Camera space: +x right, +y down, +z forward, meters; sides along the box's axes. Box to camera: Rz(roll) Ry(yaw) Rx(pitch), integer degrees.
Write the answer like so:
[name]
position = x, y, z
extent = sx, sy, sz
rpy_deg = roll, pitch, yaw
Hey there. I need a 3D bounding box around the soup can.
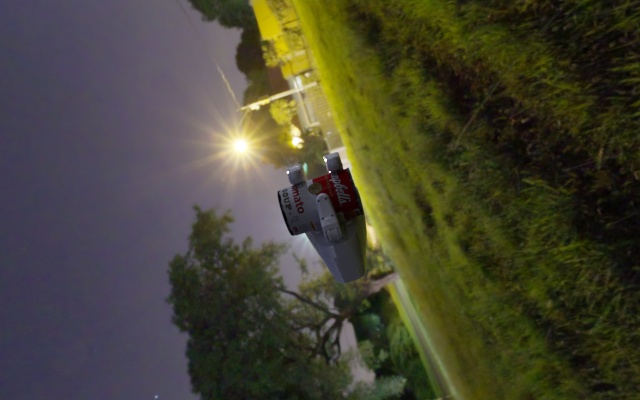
[soup can]
position = 0.000, 0.002, 0.648
extent = 0.102, 0.068, 0.068
rpy_deg = -18, -1, 3
